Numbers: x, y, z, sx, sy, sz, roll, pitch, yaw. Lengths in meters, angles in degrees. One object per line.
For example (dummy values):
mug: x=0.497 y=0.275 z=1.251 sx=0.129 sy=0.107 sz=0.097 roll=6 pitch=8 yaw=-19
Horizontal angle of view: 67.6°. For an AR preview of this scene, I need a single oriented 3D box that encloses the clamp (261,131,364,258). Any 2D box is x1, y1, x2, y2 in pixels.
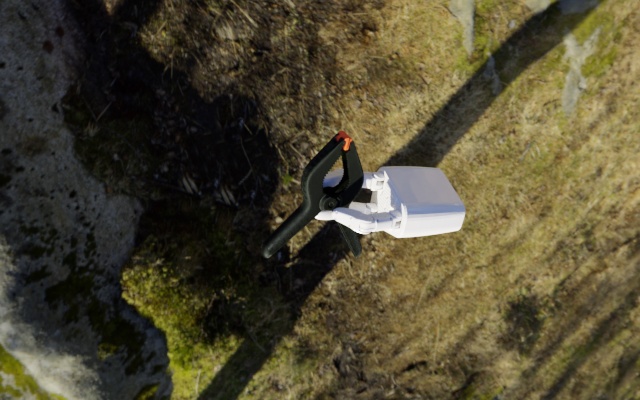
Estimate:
clamp: x=0.001 y=0.002 z=0.689 sx=0.164 sy=0.210 sz=0.036 roll=-4 pitch=31 yaw=-22
